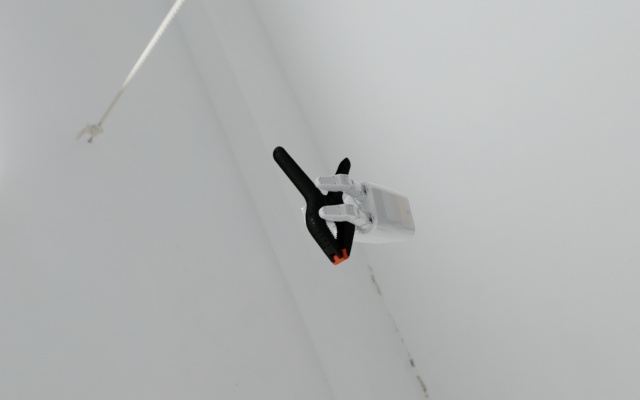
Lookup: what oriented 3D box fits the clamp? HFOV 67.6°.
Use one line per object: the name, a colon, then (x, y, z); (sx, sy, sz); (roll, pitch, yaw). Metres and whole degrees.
clamp: (0.000, 0.003, 0.793); (0.164, 0.210, 0.036); (11, -33, -35)
